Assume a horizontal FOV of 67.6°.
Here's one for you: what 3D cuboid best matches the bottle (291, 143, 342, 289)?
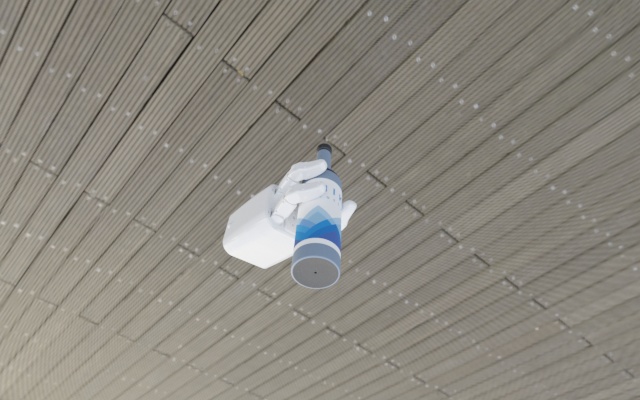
[{"bbox_3d":[0.000,0.003,0.749,0.069,0.069,0.295,0,40,3],"label":"bottle"}]
